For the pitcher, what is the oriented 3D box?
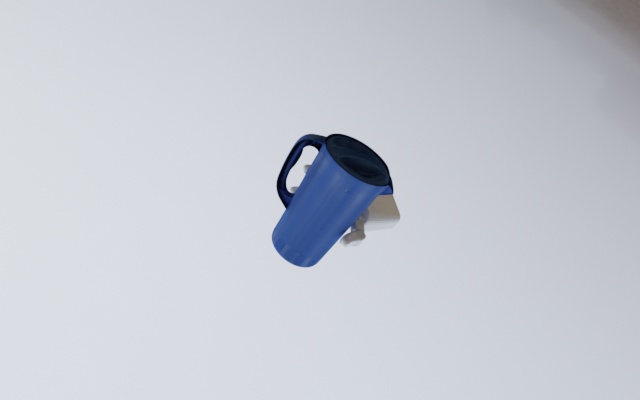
[{"bbox_3d":[0.000,0.003,0.864,0.145,0.149,0.243,0,-44,-44],"label":"pitcher"}]
